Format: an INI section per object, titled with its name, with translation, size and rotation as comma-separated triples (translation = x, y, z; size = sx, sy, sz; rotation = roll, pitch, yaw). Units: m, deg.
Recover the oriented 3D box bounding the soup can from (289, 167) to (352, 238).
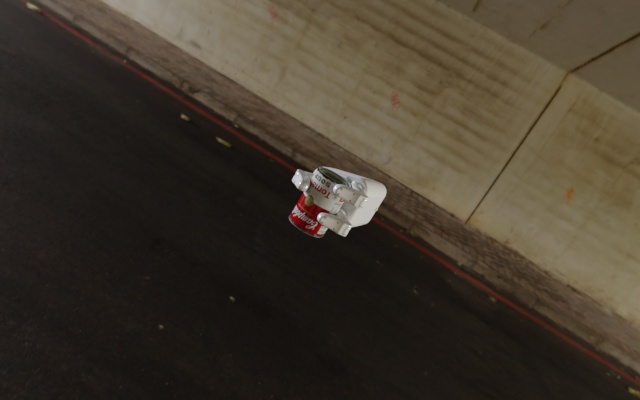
[soup can]
translation = 0.000, 0.002, 0.810
size = 0.068, 0.102, 0.068
rotation = 29, 15, -8
